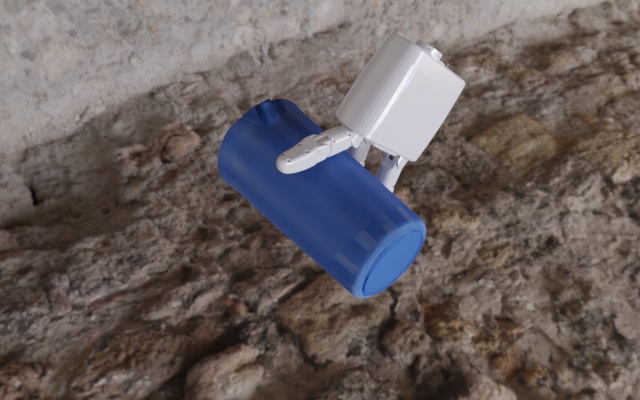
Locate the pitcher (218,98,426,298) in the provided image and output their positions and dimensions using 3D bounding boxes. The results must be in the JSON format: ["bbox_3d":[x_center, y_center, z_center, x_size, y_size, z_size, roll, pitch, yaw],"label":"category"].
[{"bbox_3d":[0.000,0.002,0.563,0.242,0.145,0.149,43,18,29],"label":"pitcher"}]
